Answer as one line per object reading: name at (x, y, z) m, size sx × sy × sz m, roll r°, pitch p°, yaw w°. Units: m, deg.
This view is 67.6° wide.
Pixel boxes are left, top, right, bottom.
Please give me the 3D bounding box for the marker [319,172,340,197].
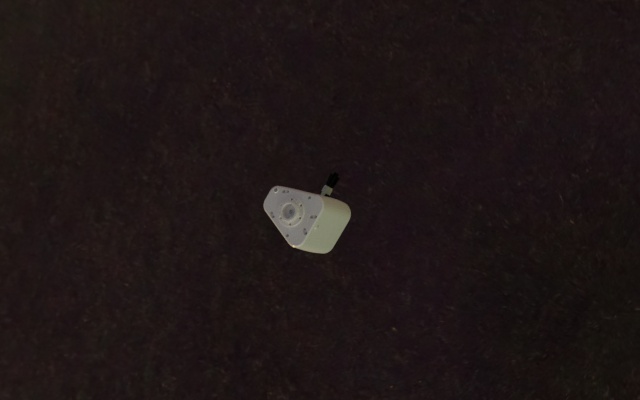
marker at (0.000, 0.003, 0.869) m, size 0.020 × 0.121 × 0.020 m, roll 29°, pitch 5°, yaw -3°
